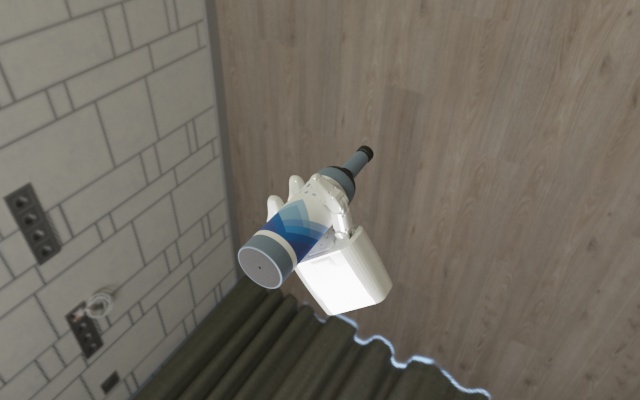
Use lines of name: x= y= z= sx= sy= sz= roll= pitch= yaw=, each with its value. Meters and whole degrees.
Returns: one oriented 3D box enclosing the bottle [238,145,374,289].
bottle: x=0.000 y=0.002 z=0.679 sx=0.069 sy=0.069 sz=0.295 roll=0 pitch=33 yaw=37
